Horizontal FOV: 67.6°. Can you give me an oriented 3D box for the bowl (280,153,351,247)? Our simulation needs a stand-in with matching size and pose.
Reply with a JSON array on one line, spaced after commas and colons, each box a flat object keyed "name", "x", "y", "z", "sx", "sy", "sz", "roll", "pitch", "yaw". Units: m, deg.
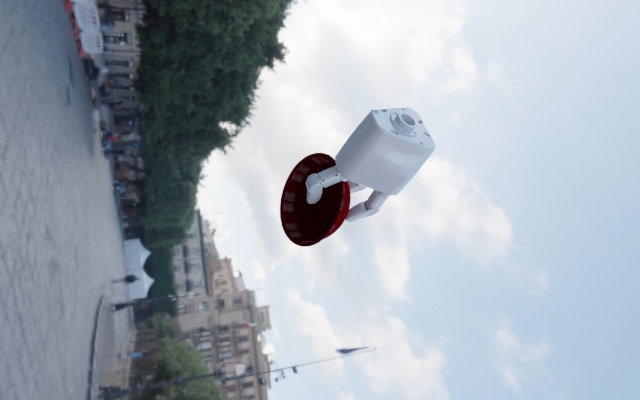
[{"name": "bowl", "x": 0.000, "y": 0.003, "z": 0.816, "sx": 0.055, "sy": 0.162, "sz": 0.162, "roll": 15, "pitch": -10, "yaw": -41}]
